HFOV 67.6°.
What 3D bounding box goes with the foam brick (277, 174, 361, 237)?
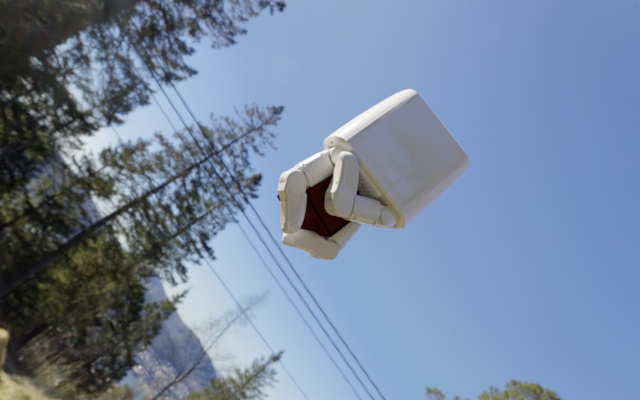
[{"bbox_3d":[0.000,0.002,0.499,0.051,0.053,0.078,-37,15,-21],"label":"foam brick"}]
